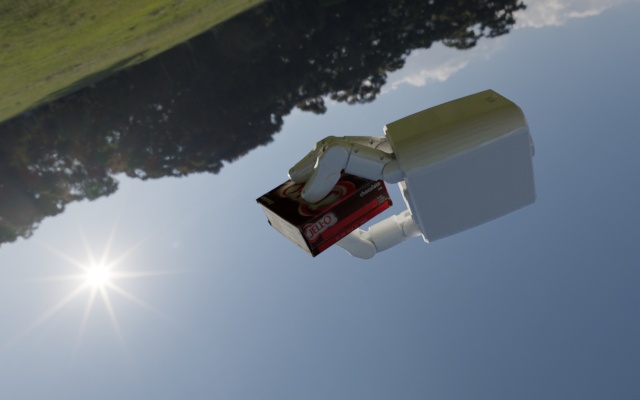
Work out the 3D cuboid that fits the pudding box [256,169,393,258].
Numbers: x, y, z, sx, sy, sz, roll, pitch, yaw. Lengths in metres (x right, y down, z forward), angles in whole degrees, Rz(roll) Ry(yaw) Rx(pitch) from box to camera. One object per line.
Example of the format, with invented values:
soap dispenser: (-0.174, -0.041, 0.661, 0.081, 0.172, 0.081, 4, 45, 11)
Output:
pudding box: (0.000, 0.002, 0.454, 0.090, 0.039, 0.113, -31, 22, -17)
